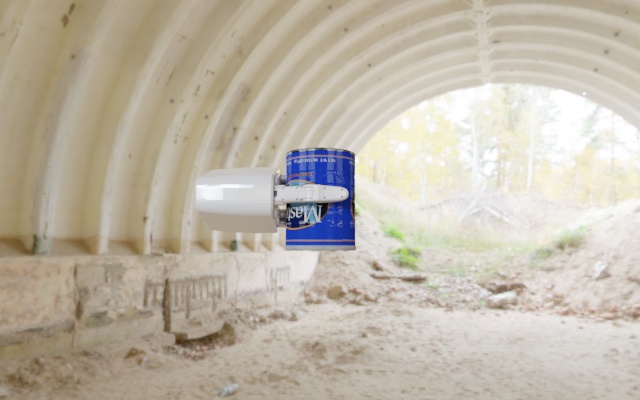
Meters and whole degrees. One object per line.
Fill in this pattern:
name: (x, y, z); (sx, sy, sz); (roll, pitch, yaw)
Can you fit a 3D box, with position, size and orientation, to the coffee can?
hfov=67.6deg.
coffee can: (0.000, 0.002, 0.692); (0.103, 0.140, 0.103); (0, -5, 0)
